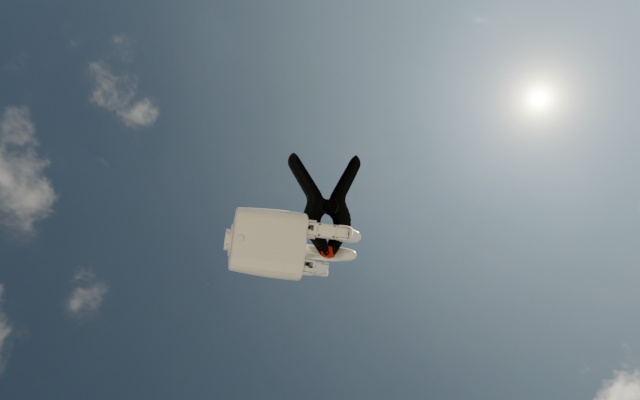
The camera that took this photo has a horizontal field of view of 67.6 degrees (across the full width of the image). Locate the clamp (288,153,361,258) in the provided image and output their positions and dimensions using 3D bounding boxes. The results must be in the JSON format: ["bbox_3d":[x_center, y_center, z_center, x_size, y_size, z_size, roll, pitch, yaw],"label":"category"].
[{"bbox_3d":[0.000,0.003,0.756,0.120,0.171,0.039,8,-11,-12],"label":"clamp"}]
